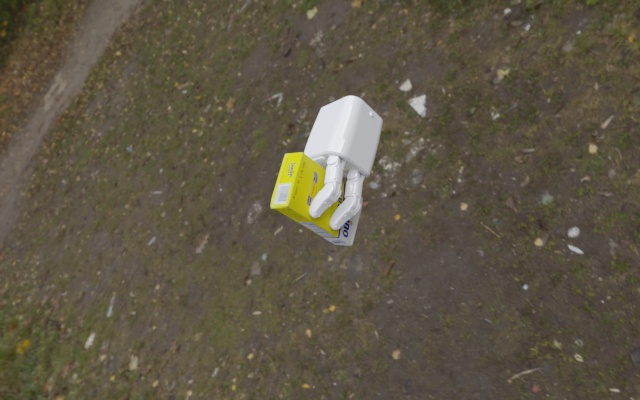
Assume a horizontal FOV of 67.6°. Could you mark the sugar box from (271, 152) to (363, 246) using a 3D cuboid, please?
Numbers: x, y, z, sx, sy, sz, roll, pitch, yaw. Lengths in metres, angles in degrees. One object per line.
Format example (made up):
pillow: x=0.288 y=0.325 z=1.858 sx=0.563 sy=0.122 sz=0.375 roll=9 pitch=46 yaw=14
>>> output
sugar box: x=0.001 y=0.002 z=0.782 sx=0.048 sy=0.093 sz=0.176 roll=-1 pitch=-23 yaw=43
